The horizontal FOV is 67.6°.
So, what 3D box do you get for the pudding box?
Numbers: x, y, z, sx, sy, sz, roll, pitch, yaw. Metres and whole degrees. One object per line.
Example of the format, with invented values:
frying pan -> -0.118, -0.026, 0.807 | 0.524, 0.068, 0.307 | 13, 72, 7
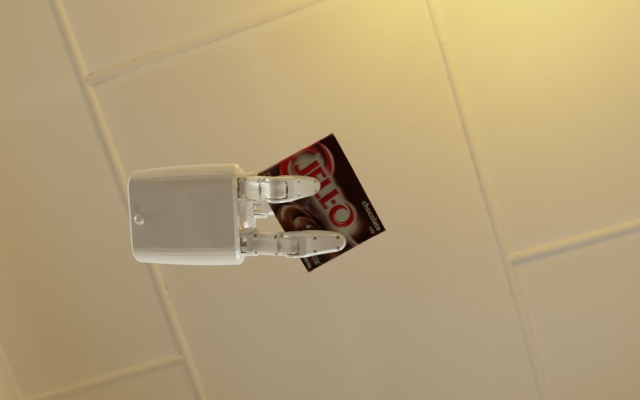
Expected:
pudding box -> 0.000, 0.002, 0.485 | 0.090, 0.113, 0.039 | -29, 6, 4
